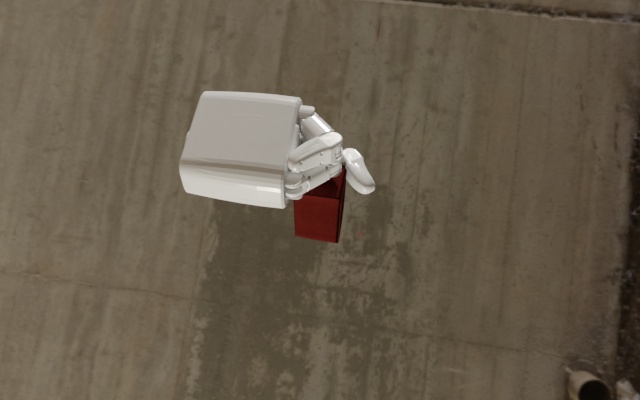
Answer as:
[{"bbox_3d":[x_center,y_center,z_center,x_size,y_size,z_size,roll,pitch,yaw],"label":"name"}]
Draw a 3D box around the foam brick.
[{"bbox_3d":[0.000,0.002,0.536,0.051,0.053,0.078,7,-42,5],"label":"foam brick"}]
